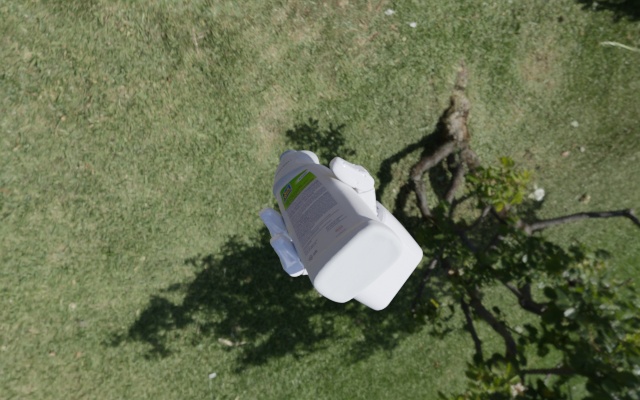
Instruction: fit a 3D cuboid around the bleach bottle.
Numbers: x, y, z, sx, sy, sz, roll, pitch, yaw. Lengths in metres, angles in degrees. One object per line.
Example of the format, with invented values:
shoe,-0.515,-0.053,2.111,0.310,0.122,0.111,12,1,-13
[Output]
bleach bottle,0.000,0.002,0.581,0.068,0.102,0.250,39,13,-37
